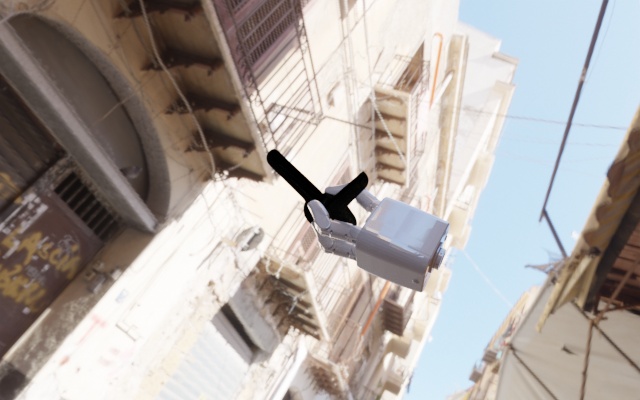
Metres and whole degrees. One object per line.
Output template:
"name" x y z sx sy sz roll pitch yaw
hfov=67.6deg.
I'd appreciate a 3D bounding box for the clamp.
"clamp" 0.001 0.002 0.757 0.164 0.036 0.210 21 -30 20
